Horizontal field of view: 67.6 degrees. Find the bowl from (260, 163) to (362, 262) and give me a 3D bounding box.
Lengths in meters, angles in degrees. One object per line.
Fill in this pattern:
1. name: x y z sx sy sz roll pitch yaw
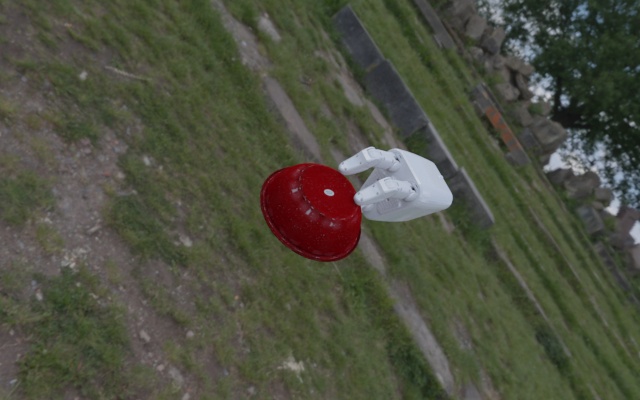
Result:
1. bowl: -0.001 0.002 0.664 0.162 0.162 0.055 0 -34 -34
